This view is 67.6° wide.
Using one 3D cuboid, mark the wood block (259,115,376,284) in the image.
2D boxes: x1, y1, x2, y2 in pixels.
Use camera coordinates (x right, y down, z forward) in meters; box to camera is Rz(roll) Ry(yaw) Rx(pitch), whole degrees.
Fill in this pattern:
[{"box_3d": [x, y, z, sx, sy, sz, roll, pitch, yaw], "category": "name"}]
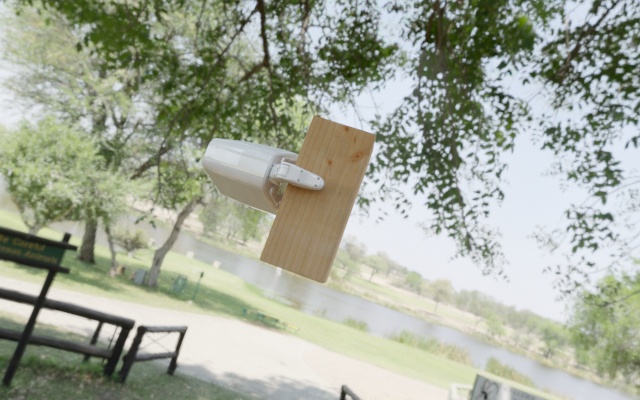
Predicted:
[{"box_3d": [0.000, 0.002, 0.660, 0.090, 0.206, 0.091, 19, -7, 7], "category": "wood block"}]
